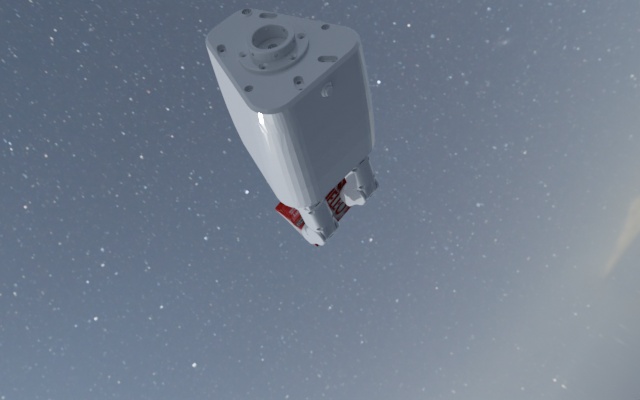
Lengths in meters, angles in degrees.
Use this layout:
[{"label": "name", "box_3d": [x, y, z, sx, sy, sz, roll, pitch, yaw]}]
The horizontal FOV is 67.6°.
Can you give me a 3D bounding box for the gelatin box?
[{"label": "gelatin box", "box_3d": [0.000, 0.001, 0.485, 0.030, 0.073, 0.089, 38, -7, 24]}]
